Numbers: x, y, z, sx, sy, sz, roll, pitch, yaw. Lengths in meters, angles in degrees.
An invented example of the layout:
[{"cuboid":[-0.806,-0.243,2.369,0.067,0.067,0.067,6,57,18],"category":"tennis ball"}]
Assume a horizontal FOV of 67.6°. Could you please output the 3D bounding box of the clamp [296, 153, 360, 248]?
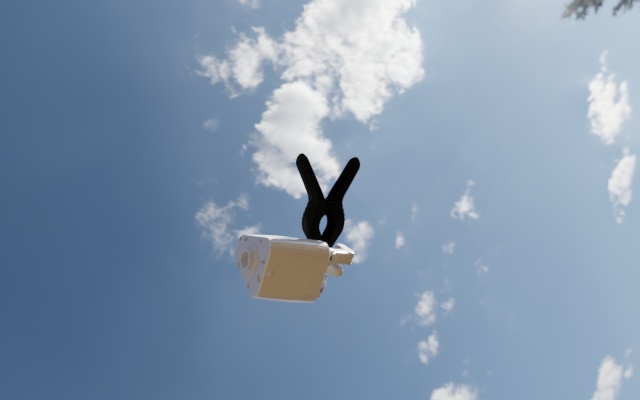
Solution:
[{"cuboid":[0.000,0.003,0.778,0.120,0.171,0.039,11,1,-29],"category":"clamp"}]
